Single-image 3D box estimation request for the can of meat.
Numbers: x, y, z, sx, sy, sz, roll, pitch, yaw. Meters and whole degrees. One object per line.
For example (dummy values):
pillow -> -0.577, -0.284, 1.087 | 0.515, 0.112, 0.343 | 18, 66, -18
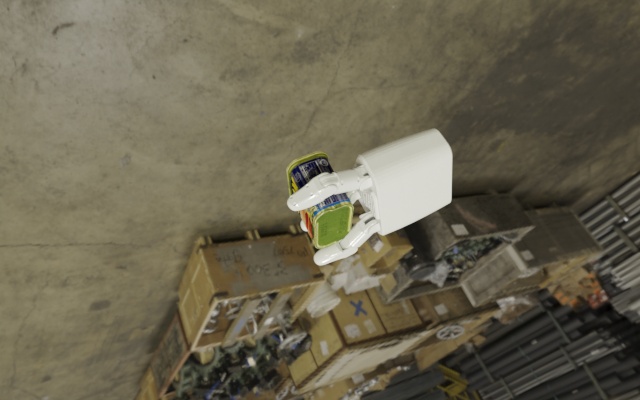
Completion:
can of meat -> 0.000, 0.002, 0.613 | 0.057, 0.084, 0.102 | -21, -29, -12
